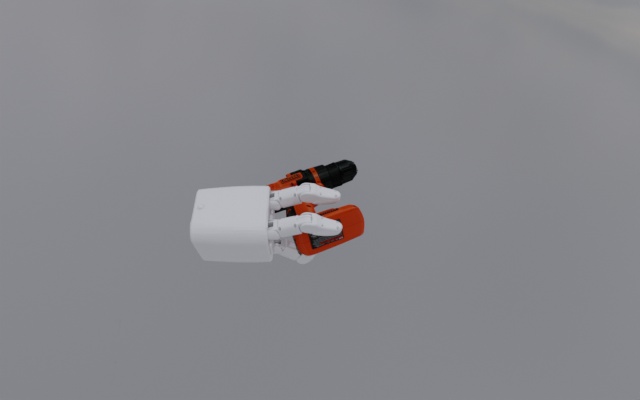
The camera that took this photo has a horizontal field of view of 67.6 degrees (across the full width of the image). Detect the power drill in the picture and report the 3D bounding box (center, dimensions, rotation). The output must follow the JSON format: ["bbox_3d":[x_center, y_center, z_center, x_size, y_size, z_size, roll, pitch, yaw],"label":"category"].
[{"bbox_3d":[0.000,0.003,0.763,0.184,0.057,0.187,-22,30,-10],"label":"power drill"}]
